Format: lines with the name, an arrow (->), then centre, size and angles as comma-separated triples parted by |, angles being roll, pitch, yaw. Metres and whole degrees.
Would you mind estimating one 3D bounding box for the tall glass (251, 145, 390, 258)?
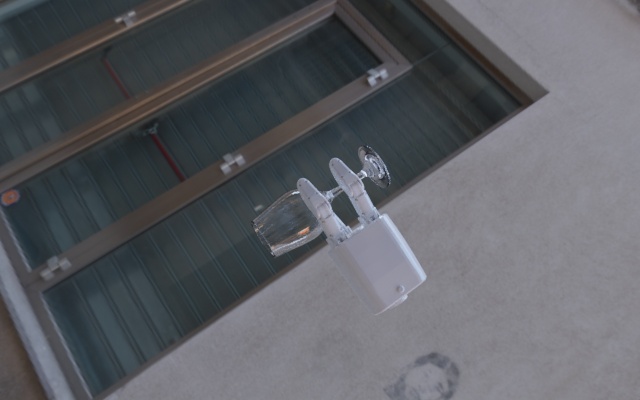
tall glass -> 0.001, 0.002, 0.691 | 0.201, 0.079, 0.079 | -33, 9, -14
